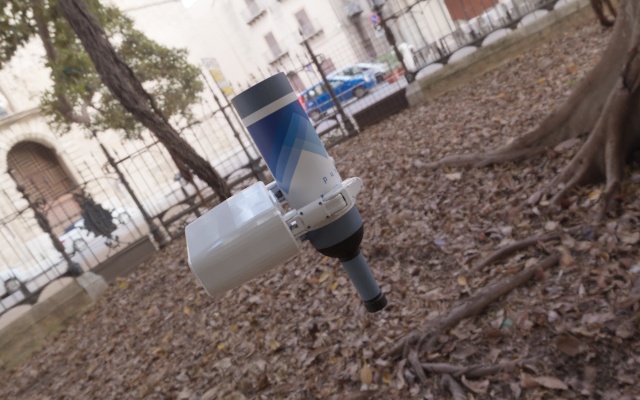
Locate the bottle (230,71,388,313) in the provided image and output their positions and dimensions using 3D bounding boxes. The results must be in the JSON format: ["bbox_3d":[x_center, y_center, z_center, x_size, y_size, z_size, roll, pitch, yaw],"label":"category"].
[{"bbox_3d":[0.000,0.002,0.548,0.069,0.296,0.069,-27,12,6],"label":"bottle"}]
